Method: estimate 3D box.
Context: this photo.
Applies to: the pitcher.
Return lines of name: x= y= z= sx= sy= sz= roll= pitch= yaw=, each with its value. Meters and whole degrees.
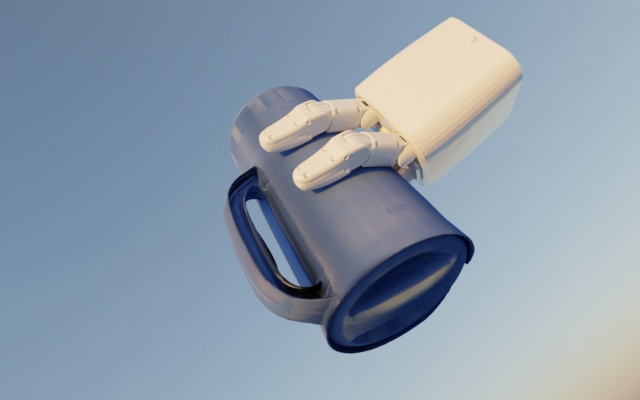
pitcher: x=0.000 y=0.001 z=0.422 sx=0.145 sy=0.242 sz=0.149 roll=-38 pitch=-37 yaw=2
